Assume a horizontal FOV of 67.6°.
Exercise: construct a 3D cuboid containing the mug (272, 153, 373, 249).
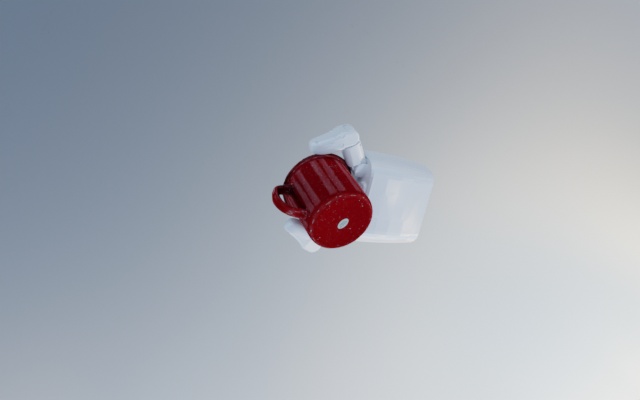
[{"bbox_3d":[-0.001,0.002,0.564,0.117,0.093,0.081,5,32,-29],"label":"mug"}]
